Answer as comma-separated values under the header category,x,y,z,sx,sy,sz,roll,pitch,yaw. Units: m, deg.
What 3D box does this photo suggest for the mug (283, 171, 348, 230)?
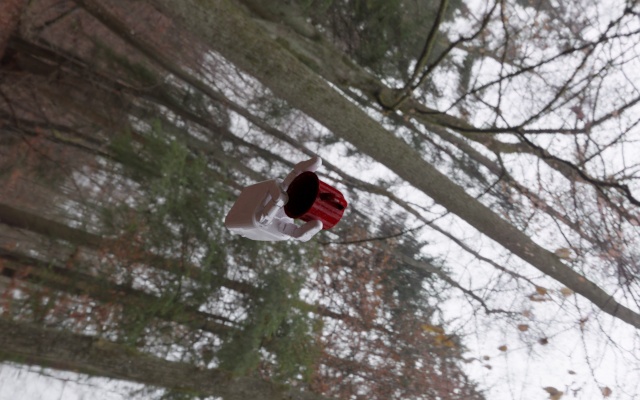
category,x,y,z,sx,sy,sz,roll,pitch,yaw
mug,0.001,0.003,0.872,0.117,0.093,0.081,-7,-27,46
